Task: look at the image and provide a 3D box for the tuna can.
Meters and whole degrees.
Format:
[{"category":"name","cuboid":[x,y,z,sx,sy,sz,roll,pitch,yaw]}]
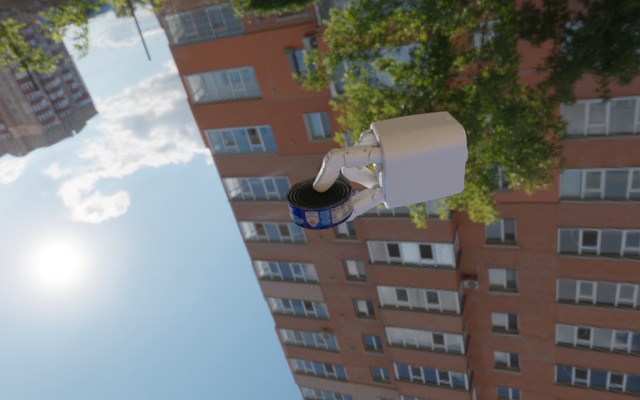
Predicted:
[{"category":"tuna can","cuboid":[0.000,0.003,0.626,0.086,0.034,0.086,-6,29,4]}]
